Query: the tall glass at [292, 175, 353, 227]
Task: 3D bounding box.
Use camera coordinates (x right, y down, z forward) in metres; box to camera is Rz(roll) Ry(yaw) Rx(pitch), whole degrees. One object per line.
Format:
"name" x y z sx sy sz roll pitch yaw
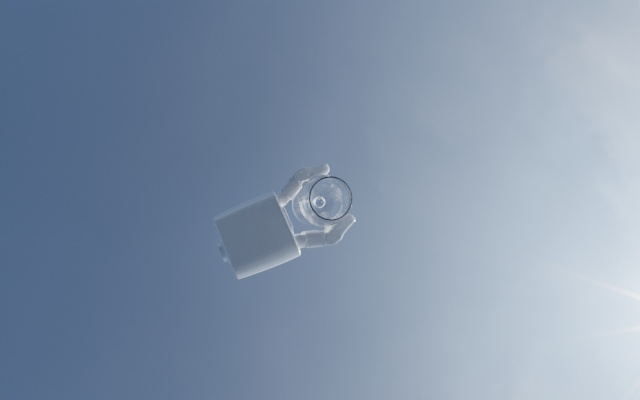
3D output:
"tall glass" 0.000 0.002 0.760 0.079 0.079 0.201 0 -3 -9
